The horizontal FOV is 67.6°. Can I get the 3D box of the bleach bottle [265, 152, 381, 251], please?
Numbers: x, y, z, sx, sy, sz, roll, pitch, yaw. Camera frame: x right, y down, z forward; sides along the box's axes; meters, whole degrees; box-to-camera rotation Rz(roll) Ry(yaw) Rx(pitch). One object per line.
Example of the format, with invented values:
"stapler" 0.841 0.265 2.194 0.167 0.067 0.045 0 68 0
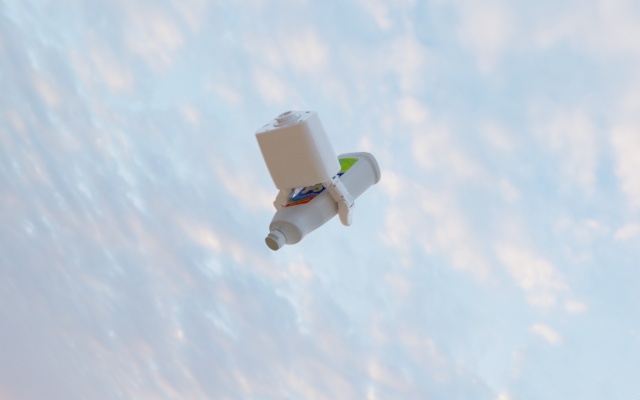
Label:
"bleach bottle" 0.000 0.003 0.830 0.102 0.068 0.250 1 33 42
